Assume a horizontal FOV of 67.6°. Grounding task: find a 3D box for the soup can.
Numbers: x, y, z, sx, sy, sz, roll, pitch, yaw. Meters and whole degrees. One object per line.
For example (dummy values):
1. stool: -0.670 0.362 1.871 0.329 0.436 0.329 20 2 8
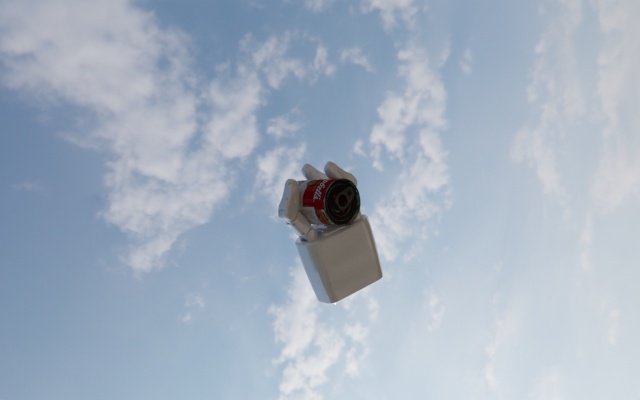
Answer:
1. soup can: 0.000 0.002 0.705 0.068 0.068 0.102 0 1 -39
